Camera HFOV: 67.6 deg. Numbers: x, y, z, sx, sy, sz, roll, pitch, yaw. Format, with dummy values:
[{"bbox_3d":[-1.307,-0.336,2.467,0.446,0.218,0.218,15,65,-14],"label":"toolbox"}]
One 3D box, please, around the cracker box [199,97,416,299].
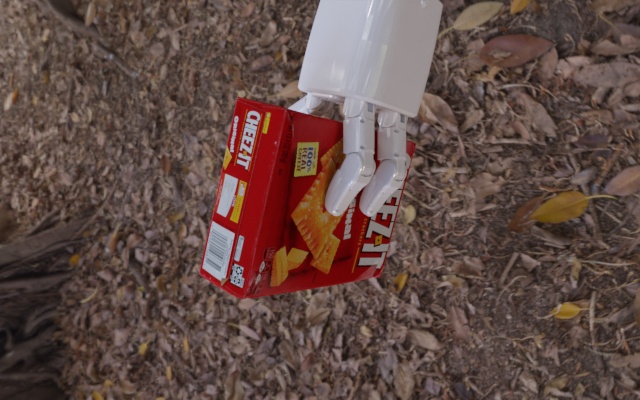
[{"bbox_3d":[0.000,0.001,0.475,0.072,0.164,0.214,21,12,39],"label":"cracker box"}]
